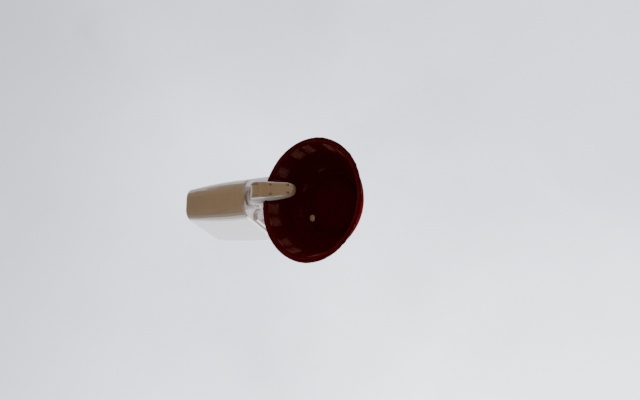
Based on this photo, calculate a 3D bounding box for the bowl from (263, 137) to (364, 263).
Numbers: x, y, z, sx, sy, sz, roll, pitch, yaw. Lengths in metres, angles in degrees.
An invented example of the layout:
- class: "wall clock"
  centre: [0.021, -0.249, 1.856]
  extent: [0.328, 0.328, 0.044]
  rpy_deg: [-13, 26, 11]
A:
- class: "bowl"
  centre: [0.001, 0.002, 0.625]
  extent: [0.162, 0.162, 0.055]
  rpy_deg: [0, -9, 39]
